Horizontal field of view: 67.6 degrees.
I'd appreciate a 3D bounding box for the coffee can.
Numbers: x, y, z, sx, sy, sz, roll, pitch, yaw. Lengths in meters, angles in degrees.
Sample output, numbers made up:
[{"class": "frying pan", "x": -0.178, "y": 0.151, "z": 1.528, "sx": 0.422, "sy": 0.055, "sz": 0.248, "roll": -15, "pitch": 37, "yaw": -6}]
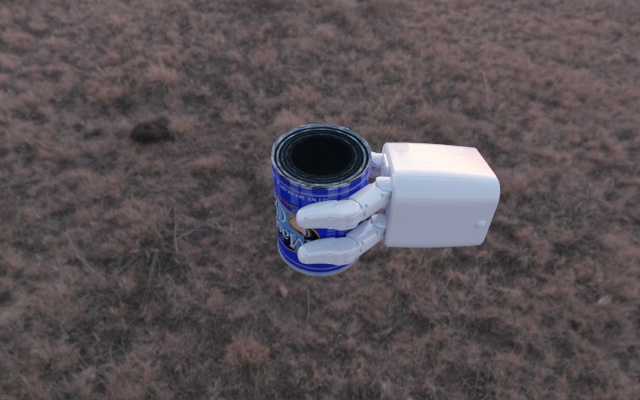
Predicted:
[{"class": "coffee can", "x": 0.000, "y": 0.002, "z": 0.531, "sx": 0.103, "sy": 0.140, "sz": 0.102, "roll": 0, "pitch": 45, "yaw": 0}]
